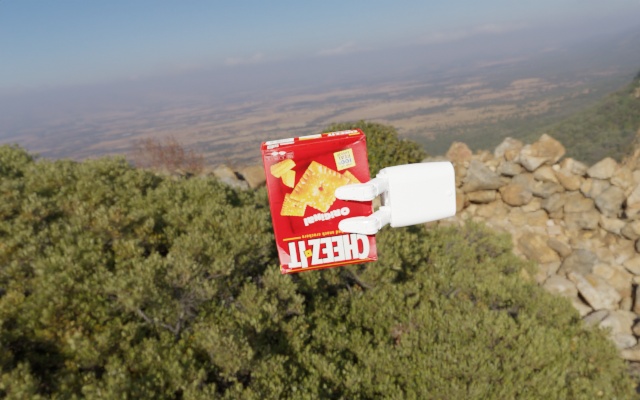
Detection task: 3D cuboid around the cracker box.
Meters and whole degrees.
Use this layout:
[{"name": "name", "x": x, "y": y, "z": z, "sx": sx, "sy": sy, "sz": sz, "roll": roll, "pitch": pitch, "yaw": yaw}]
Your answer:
[{"name": "cracker box", "x": 0.000, "y": 0.002, "z": 0.779, "sx": 0.164, "sy": 0.214, "sz": 0.072, "roll": -8, "pitch": 17, "yaw": -1}]
